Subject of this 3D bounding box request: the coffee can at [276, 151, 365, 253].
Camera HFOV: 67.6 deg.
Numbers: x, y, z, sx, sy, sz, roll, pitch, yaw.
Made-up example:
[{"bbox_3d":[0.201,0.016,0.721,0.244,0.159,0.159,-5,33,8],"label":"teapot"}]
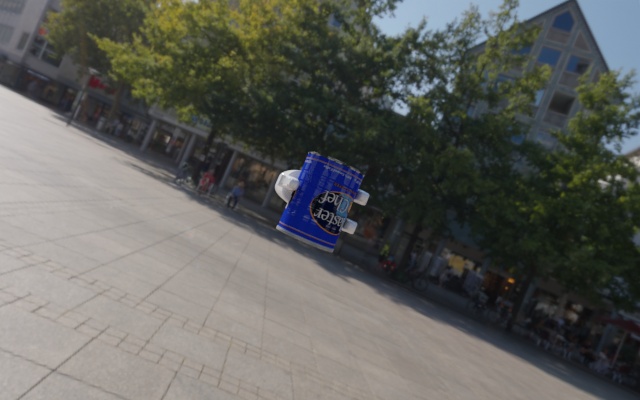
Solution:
[{"bbox_3d":[0.000,0.003,0.797,0.103,0.140,0.103,23,-1,1],"label":"coffee can"}]
